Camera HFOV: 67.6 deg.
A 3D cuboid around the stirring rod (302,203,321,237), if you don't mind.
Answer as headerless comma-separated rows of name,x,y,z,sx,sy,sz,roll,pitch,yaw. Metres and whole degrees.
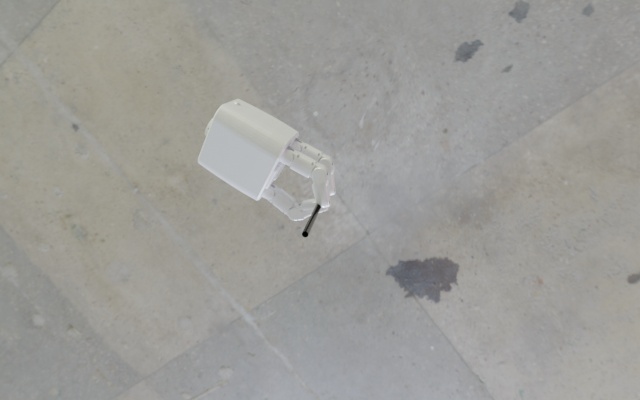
stirring rod,0.000,0.002,0.684,0.011,0.011,0.239,0,19,9
